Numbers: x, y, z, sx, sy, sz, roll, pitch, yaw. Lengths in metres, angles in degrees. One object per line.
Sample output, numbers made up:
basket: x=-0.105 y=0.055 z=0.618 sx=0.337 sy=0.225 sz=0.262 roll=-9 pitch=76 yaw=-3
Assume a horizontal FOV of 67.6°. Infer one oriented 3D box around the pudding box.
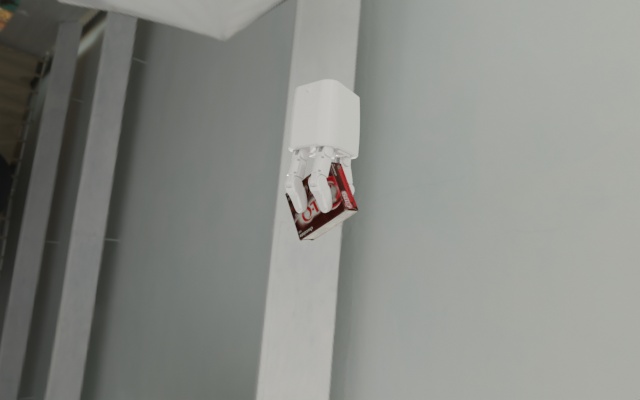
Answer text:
pudding box: x=0.000 y=0.003 z=0.780 sx=0.039 sy=0.090 sz=0.113 roll=6 pitch=-33 yaw=-44
